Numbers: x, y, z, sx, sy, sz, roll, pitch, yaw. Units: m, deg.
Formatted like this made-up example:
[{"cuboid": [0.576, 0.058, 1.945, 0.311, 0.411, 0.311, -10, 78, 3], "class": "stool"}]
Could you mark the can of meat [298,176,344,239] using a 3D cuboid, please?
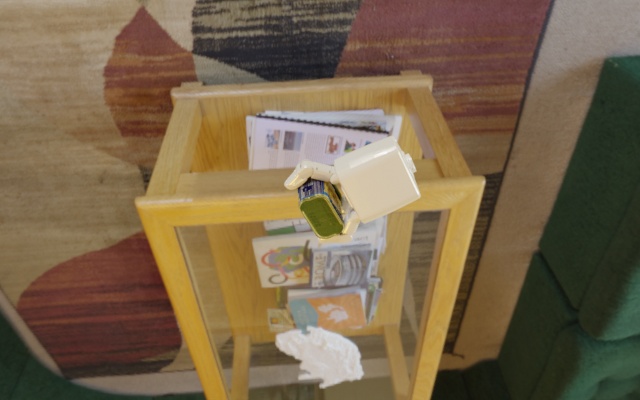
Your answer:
[{"cuboid": [0.000, 0.003, 0.808, 0.057, 0.102, 0.083, -22, 39, 13], "class": "can of meat"}]
